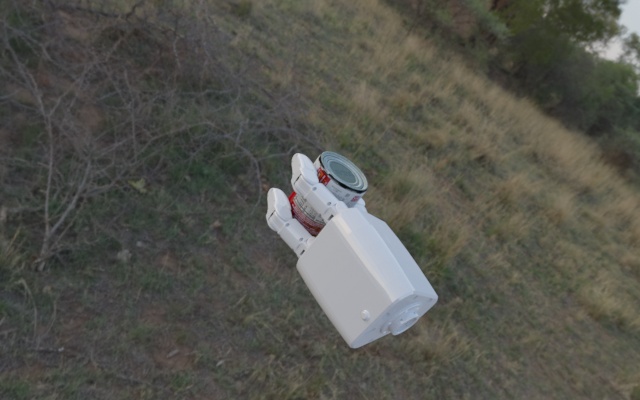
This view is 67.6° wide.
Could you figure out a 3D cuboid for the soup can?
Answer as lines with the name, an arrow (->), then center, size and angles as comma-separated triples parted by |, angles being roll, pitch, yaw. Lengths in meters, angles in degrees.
soup can -> 0.000, 0.001, 0.560 | 0.068, 0.102, 0.068 | 28, 29, -17
